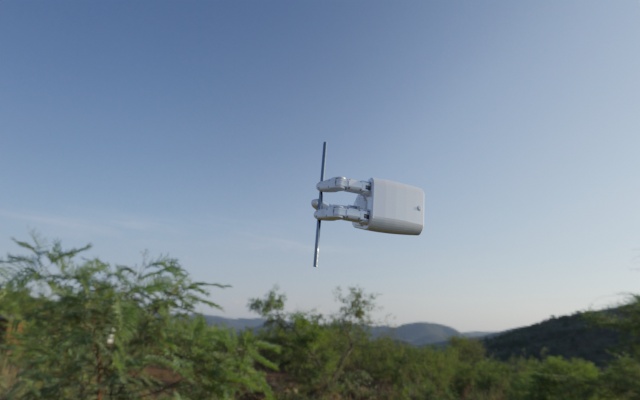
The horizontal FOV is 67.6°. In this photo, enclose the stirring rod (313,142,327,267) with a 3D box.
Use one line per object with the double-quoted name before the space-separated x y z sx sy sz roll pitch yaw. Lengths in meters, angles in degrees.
"stirring rod" 0.000 0.003 0.882 0.011 0.239 0.011 4 -18 1
